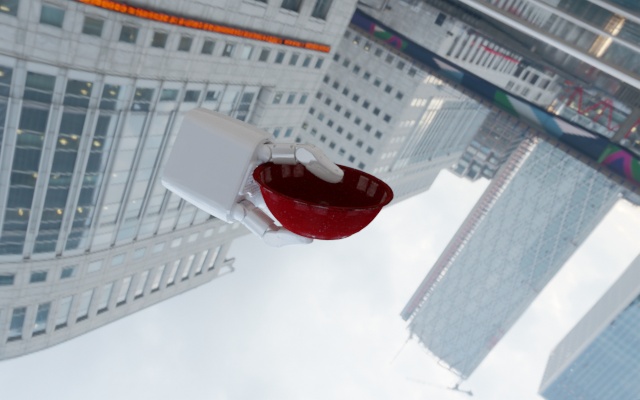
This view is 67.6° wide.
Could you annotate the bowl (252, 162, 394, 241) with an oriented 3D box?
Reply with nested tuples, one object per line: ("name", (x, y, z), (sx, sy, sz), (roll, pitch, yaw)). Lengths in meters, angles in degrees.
("bowl", (0.001, 0.003, 0.550), (0.162, 0.055, 0.162), (8, 20, -3))
